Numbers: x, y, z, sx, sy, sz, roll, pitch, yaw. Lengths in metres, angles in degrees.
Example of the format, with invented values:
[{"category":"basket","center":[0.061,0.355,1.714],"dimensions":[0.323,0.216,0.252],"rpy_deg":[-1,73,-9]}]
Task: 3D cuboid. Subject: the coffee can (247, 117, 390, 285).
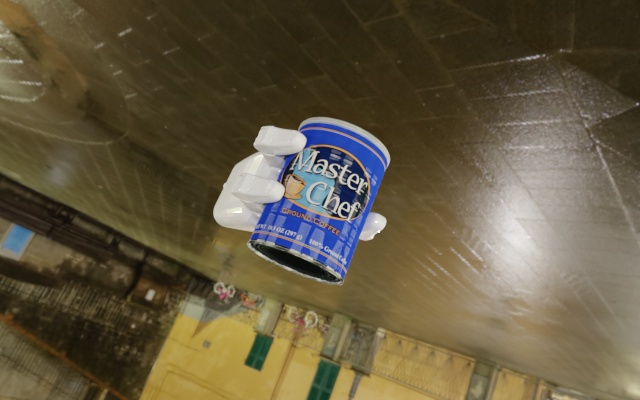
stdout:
[{"category":"coffee can","center":[0.000,0.001,0.489],"dimensions":[0.103,0.140,0.103],"rpy_deg":[21,-18,7]}]
